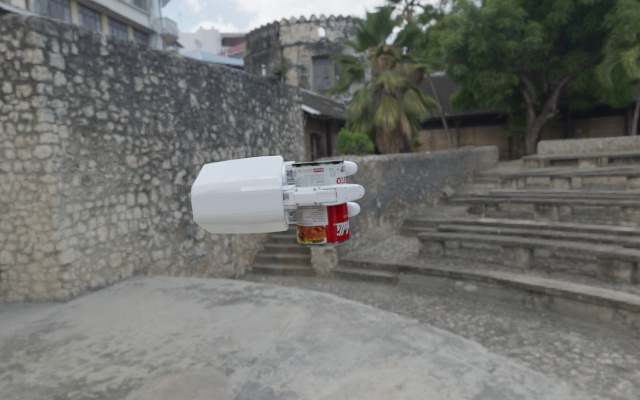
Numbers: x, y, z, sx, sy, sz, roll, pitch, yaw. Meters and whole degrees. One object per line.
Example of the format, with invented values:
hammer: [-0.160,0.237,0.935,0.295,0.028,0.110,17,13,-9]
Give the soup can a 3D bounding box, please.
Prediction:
soup can: [0.001,0.002,0.600,0.068,0.102,0.068,-4,5,0]
